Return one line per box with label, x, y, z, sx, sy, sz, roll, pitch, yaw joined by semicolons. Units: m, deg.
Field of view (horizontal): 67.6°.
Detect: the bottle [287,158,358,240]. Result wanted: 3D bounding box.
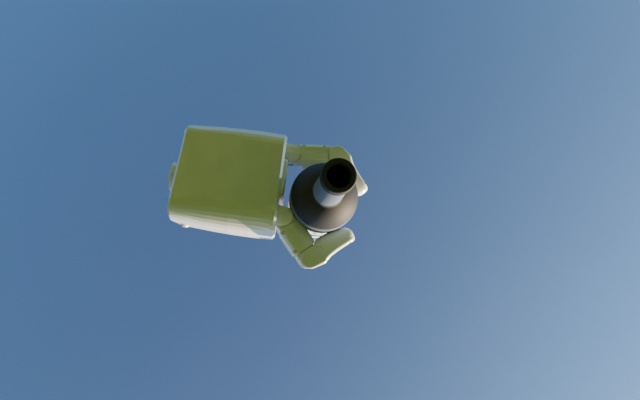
bottle;0.000;0.002;0.501;0.069;0.069;0.296;0;-8;-5
